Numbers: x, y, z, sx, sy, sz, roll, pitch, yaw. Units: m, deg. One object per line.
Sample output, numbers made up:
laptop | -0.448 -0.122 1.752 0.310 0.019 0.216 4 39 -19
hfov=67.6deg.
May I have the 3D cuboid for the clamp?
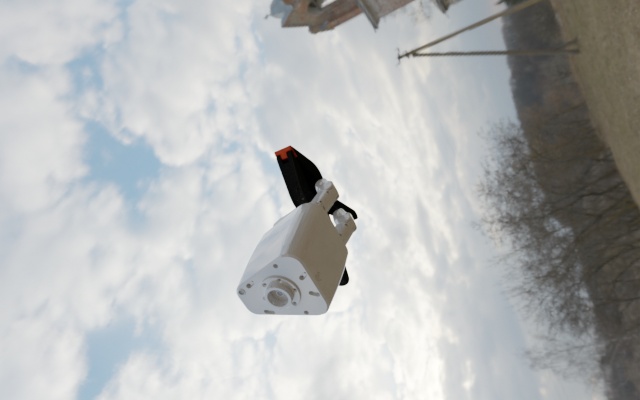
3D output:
clamp | -0.001 0.002 0.718 0.036 0.210 0.164 -21 23 23
